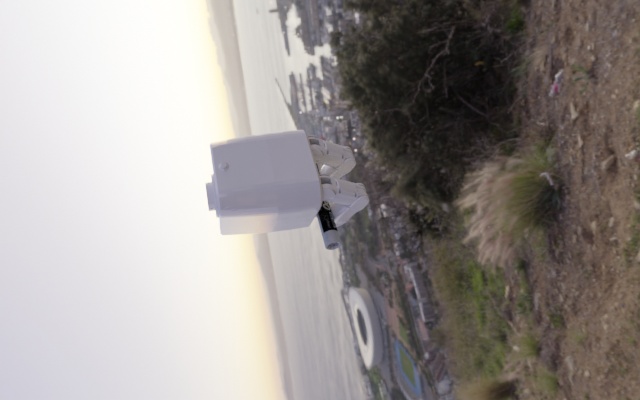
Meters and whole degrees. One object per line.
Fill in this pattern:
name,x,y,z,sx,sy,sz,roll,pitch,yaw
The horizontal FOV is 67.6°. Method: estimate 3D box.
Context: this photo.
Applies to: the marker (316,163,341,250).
marker,0.000,0.002,0.558,0.020,0.121,0.020,-11,-34,-8
